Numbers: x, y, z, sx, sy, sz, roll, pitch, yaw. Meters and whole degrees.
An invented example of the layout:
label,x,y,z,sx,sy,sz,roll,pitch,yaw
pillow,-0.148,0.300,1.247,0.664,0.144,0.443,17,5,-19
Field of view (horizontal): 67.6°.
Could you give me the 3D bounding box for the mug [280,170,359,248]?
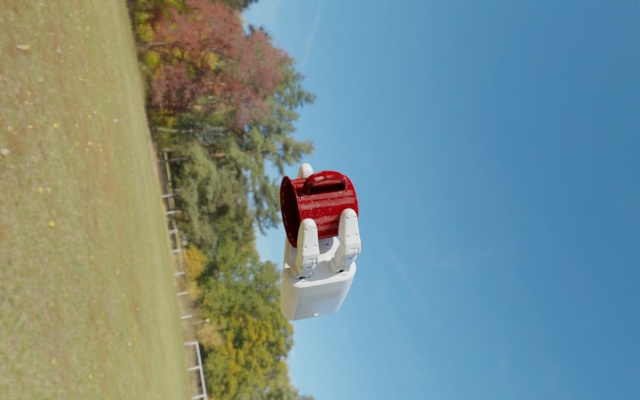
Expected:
label,x,y,z,sx,sy,sz,roll,pitch,yaw
mug,0.000,0.001,0.611,0.081,0.093,0.117,-8,-37,-18
